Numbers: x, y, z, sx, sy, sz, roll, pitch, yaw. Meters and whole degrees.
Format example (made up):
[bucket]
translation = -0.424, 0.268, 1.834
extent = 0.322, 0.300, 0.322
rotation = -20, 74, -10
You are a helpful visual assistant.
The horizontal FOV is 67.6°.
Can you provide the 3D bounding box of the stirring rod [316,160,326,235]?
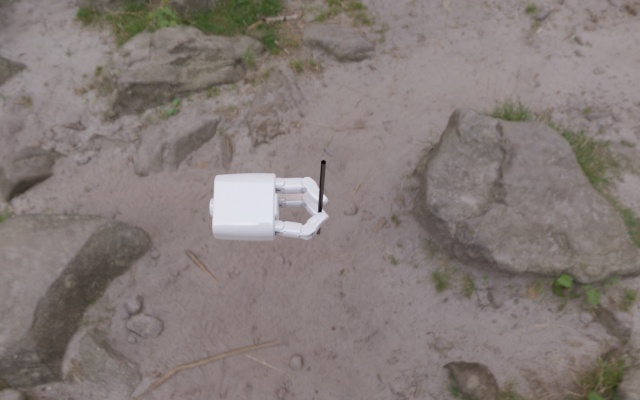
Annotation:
[stirring rod]
translation = 0.000, 0.003, 0.814
extent = 0.011, 0.011, 0.240
rotation = 0, -30, -2
